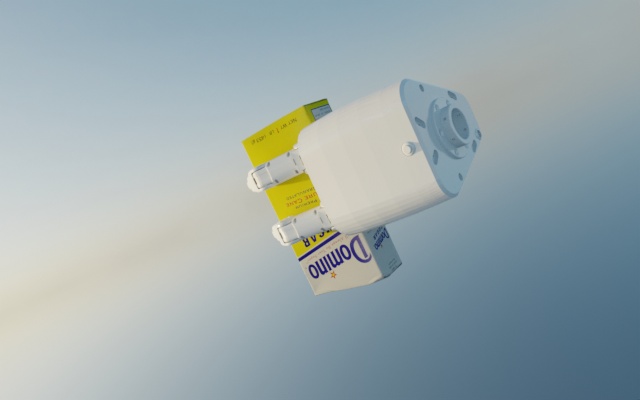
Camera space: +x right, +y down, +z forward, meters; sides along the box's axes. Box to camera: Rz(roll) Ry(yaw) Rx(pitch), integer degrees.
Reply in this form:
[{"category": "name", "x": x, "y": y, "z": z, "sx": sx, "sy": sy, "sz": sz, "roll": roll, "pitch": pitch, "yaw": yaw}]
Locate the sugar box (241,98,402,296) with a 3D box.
[{"category": "sugar box", "x": 0.000, "y": 0.002, "z": 0.468, "sx": 0.093, "sy": 0.176, "sz": 0.048, "roll": -22, "pitch": 4, "yaw": 39}]
